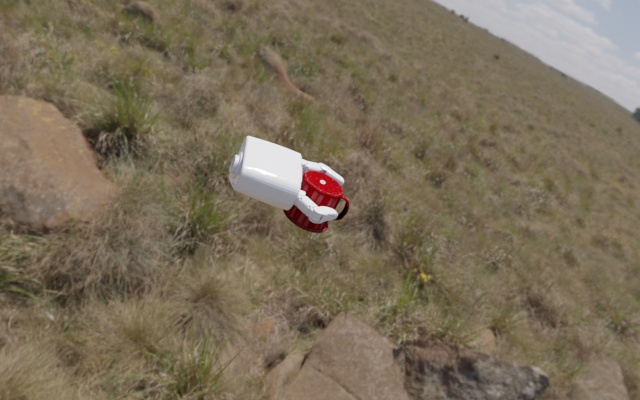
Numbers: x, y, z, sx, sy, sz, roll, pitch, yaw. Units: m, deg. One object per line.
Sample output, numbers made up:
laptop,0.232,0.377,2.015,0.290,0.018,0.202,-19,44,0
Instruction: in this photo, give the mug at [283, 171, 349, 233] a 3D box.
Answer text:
mug,0.002,0.003,0.880,0.117,0.081,0.093,19,27,-21
